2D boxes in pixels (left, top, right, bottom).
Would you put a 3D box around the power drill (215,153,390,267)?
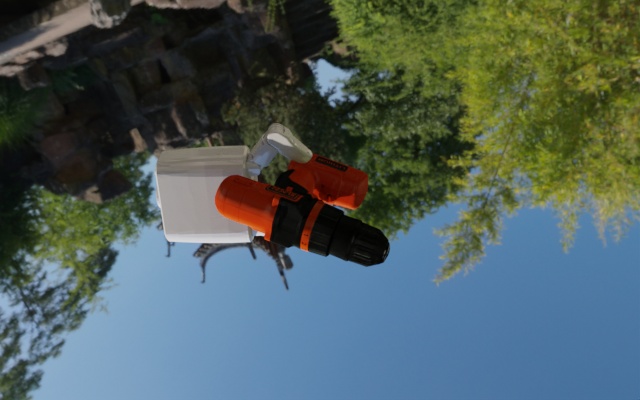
[{"bbox_3d":[0.000,0.002,0.541,0.184,0.057,0.187,21,20,10],"label":"power drill"}]
